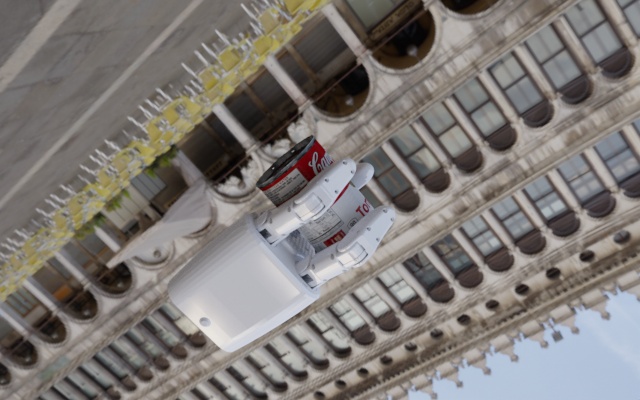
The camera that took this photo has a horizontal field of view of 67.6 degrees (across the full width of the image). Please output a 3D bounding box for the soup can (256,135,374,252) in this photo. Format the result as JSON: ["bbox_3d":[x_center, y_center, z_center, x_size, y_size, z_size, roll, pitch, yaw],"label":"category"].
[{"bbox_3d":[0.001,0.001,0.434,0.068,0.102,0.068,-38,14,11],"label":"soup can"}]
